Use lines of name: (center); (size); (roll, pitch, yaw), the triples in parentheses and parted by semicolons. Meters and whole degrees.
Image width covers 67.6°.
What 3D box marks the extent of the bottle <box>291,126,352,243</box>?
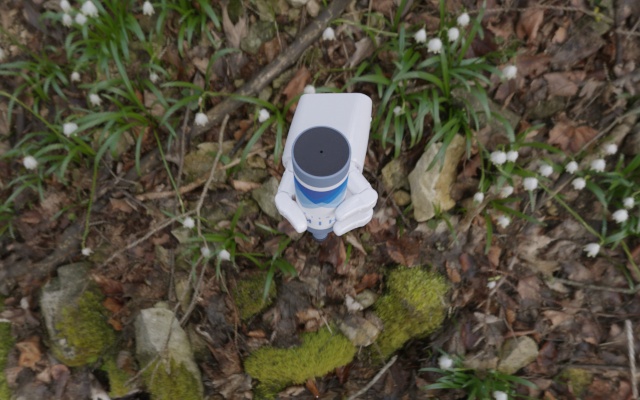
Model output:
bottle: (0.000, 0.002, 0.658); (0.069, 0.069, 0.296); (0, -22, 0)
